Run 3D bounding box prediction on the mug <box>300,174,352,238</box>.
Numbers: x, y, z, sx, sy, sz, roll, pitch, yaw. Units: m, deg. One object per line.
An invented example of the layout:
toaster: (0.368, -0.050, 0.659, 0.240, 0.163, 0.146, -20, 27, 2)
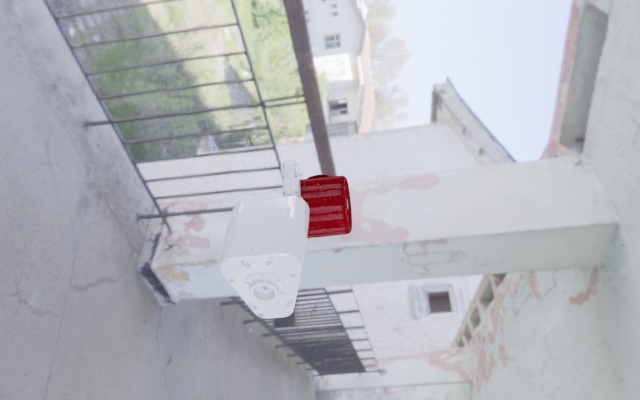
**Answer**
mug: (0.000, 0.001, 0.673, 0.081, 0.093, 0.117, -6, 36, 8)
